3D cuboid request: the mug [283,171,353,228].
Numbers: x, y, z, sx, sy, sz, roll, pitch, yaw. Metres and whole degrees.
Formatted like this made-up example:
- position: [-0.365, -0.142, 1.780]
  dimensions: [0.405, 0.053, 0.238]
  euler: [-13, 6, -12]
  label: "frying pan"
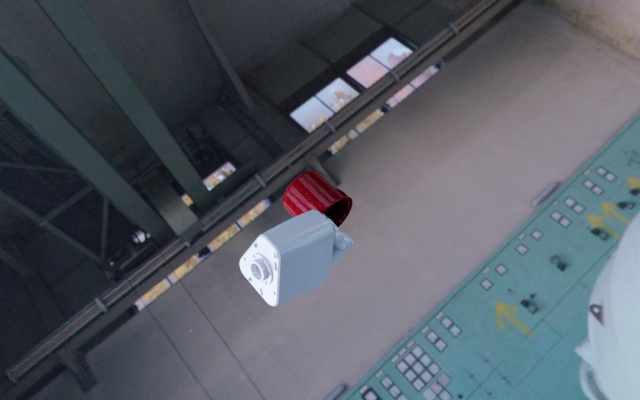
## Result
- position: [0.001, 0.002, 0.794]
  dimensions: [0.117, 0.093, 0.081]
  euler: [-22, 56, -43]
  label: "mug"
